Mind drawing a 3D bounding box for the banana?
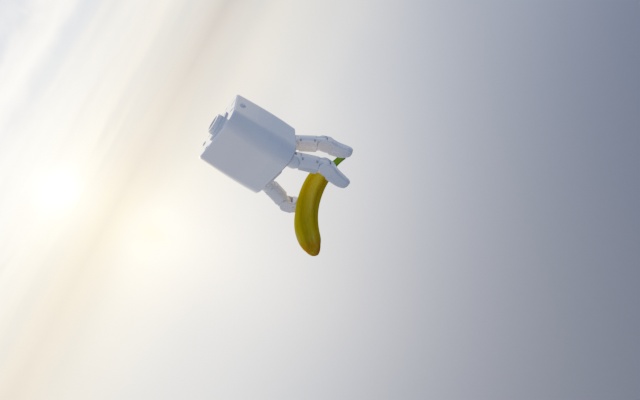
[{"bbox_3d":[-0.011,0.007,0.737,0.037,0.197,0.070,34,-40,-24],"label":"banana"}]
